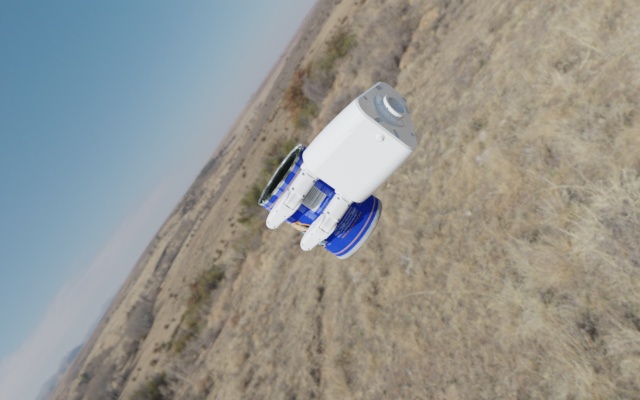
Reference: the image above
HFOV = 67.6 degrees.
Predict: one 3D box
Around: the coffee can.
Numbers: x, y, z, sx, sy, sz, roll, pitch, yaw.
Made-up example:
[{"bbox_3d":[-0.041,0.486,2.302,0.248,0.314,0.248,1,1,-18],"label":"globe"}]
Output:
[{"bbox_3d":[0.000,0.002,0.668,0.140,0.103,0.103,35,-9,-14],"label":"coffee can"}]
